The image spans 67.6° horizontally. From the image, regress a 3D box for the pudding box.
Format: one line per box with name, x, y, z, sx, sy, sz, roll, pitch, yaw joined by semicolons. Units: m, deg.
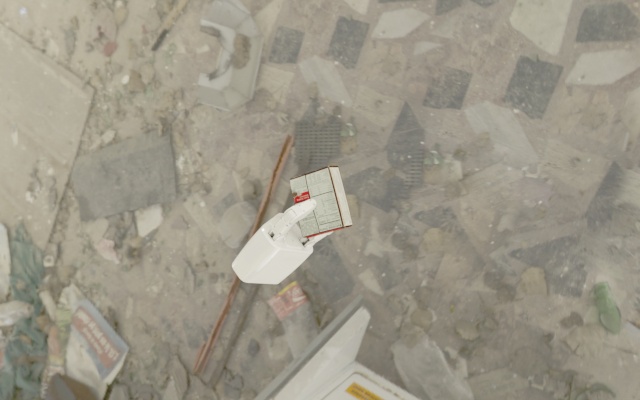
pudding box;0.000;0.003;0.845;0.090;0.113;0.039;-16;-4;30
